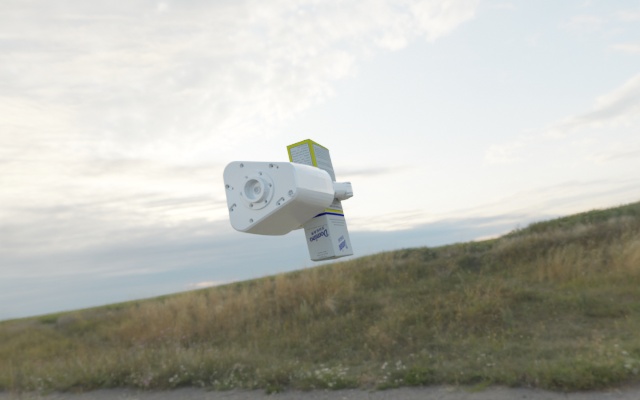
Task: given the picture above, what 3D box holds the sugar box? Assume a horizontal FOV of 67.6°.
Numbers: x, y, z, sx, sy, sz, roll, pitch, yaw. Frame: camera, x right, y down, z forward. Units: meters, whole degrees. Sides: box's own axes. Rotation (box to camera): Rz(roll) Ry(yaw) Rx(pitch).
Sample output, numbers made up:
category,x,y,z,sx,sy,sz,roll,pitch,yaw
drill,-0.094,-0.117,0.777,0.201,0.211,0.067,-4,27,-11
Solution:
category,x,y,z,sx,sy,sz,roll,pitch,yaw
sugar box,0.000,0.002,0.724,0.048,0.176,0.093,-13,-9,20
